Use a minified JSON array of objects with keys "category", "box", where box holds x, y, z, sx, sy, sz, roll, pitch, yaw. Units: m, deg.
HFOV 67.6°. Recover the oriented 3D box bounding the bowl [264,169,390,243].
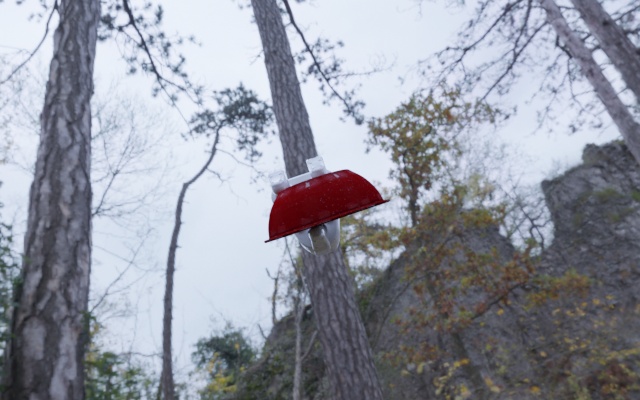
[{"category":"bowl","box":[0.000,0.001,0.585,0.162,0.055,0.162,-19,-2,-1]}]
